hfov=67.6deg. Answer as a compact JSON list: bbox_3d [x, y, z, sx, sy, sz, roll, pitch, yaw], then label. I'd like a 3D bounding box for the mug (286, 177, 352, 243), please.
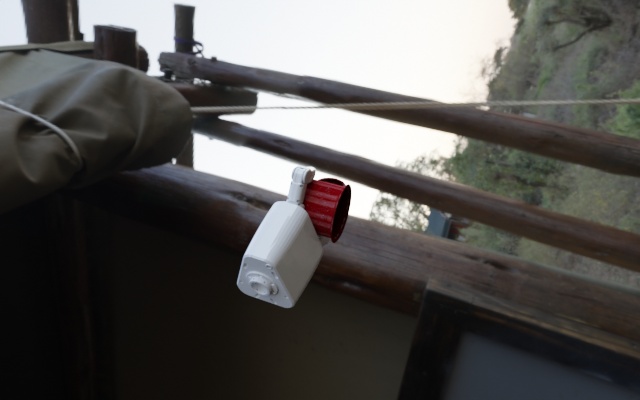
[{"bbox_3d":[0.000,0.001,0.748,0.081,0.093,0.117,15,47,16],"label":"mug"}]
